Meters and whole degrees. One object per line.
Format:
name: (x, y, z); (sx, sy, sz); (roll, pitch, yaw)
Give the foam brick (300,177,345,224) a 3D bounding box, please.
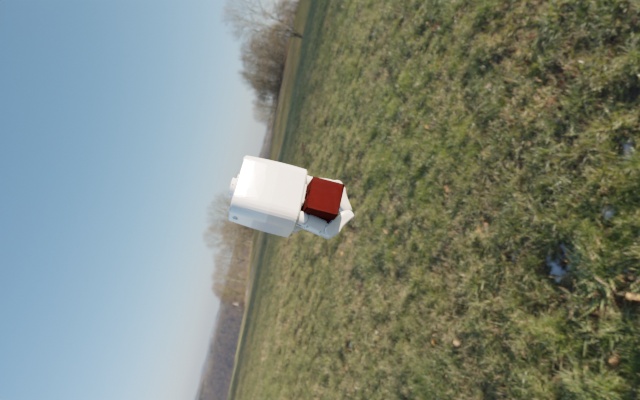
foam brick: (0.000, 0.002, 0.760); (0.051, 0.053, 0.078); (15, -18, -8)
